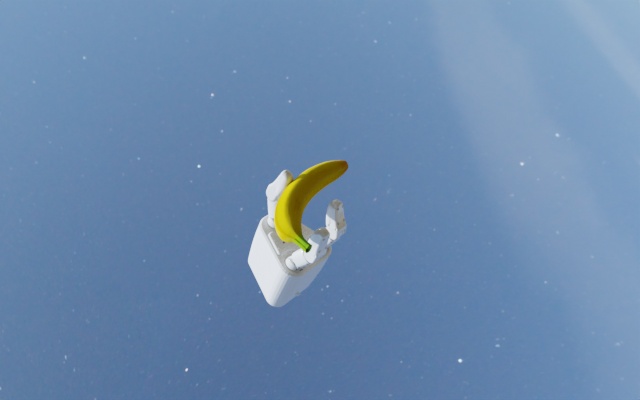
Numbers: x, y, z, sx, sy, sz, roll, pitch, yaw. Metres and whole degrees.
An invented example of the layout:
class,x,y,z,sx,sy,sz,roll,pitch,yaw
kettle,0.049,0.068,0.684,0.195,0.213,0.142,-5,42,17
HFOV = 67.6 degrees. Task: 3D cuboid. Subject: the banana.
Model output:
class,x,y,z,sx,sy,sz,roll,pitch,yaw
banana,-0.018,-0.003,0.664,0.069,0.037,0.197,22,44,3
